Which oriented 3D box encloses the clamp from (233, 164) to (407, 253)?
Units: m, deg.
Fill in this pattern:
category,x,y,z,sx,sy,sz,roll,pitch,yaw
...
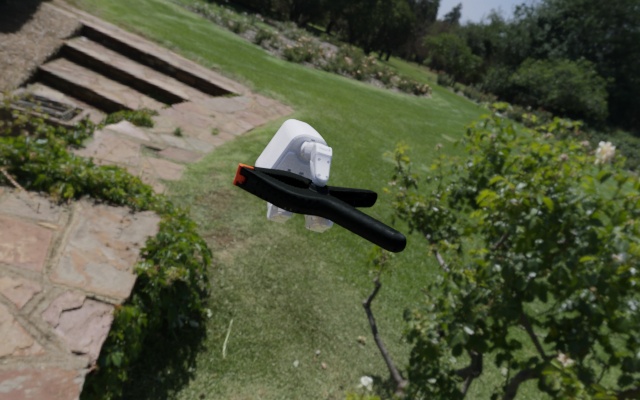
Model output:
category,x,y,z,sx,sy,sz,roll,pitch,yaw
clamp,0.000,0.001,0.581,0.210,0.036,0.164,15,17,-19
